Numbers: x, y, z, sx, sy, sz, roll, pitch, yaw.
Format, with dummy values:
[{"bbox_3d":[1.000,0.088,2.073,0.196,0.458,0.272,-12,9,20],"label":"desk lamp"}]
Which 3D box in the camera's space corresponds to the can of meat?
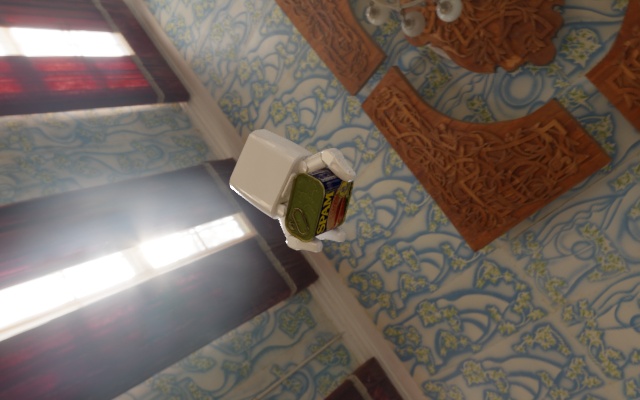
[{"bbox_3d":[0.000,0.002,0.716,0.057,0.102,0.084,29,28,29],"label":"can of meat"}]
